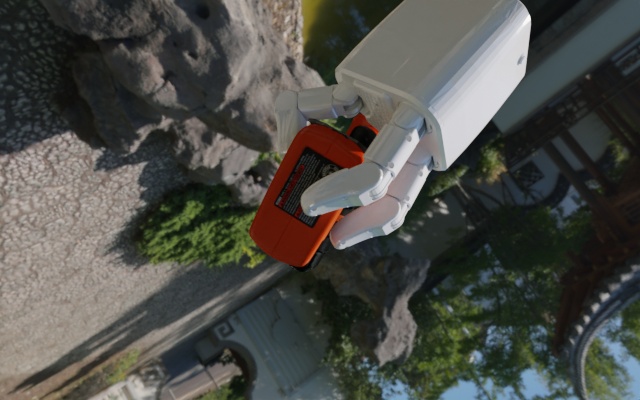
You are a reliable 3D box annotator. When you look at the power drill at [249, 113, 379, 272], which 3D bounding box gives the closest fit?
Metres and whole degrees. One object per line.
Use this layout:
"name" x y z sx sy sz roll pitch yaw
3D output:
"power drill" 0.000 0.001 0.438 0.057 0.184 0.187 28 11 7
